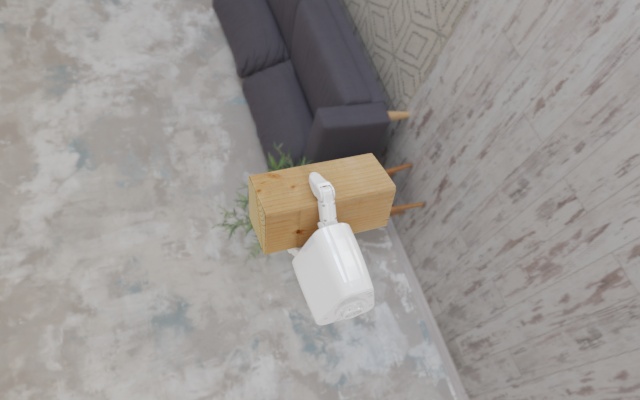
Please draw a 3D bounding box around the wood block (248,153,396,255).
[{"bbox_3d":[0.000,0.003,0.743,0.206,0.091,0.090,-12,47,-19],"label":"wood block"}]
